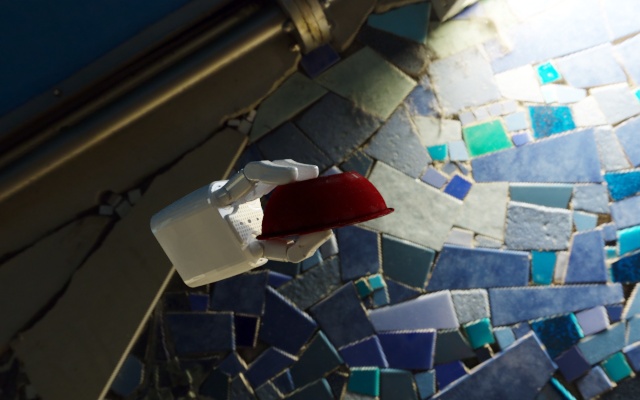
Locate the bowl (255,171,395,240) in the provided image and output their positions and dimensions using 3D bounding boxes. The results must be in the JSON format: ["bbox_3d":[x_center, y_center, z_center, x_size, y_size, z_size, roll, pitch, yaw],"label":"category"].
[{"bbox_3d":[0.001,0.001,0.546,0.162,0.055,0.162,-11,1,0],"label":"bowl"}]
